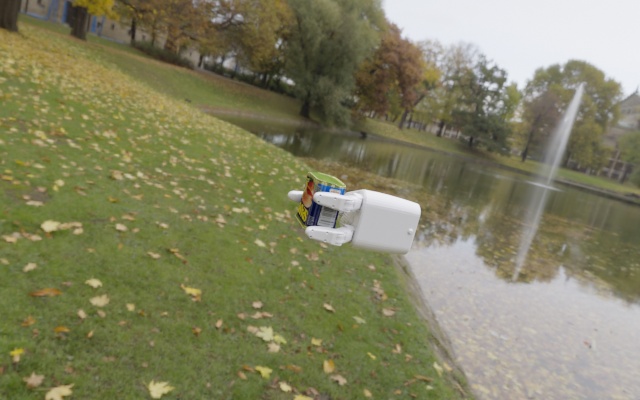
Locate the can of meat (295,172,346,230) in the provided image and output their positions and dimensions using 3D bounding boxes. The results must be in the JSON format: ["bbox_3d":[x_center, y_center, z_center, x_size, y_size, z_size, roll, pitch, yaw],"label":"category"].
[{"bbox_3d":[0.000,0.002,0.788,0.057,0.084,0.102,12,10,-15],"label":"can of meat"}]
